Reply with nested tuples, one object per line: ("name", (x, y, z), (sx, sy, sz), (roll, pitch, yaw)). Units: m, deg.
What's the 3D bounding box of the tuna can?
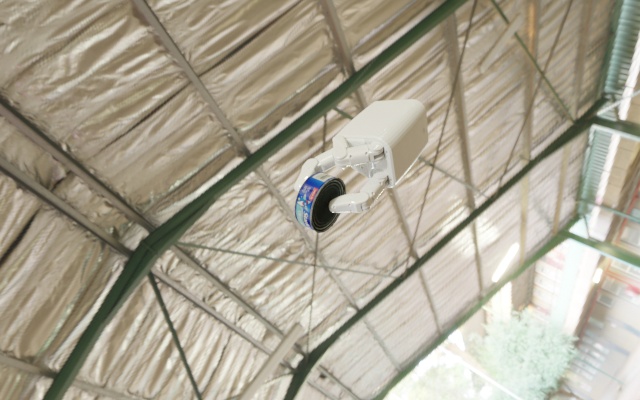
("tuna can", (0.000, 0.002, 0.705), (0.033, 0.086, 0.086), (23, 12, 30))
